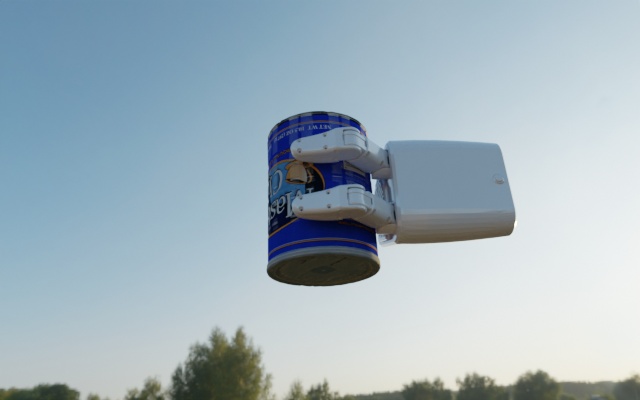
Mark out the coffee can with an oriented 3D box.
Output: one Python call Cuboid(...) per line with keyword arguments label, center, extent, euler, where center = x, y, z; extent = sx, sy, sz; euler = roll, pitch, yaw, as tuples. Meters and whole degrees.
Cuboid(label="coffee can", center=(0.000, 0.002, 0.459), extent=(0.103, 0.140, 0.103), euler=(-2, -25, -1))
